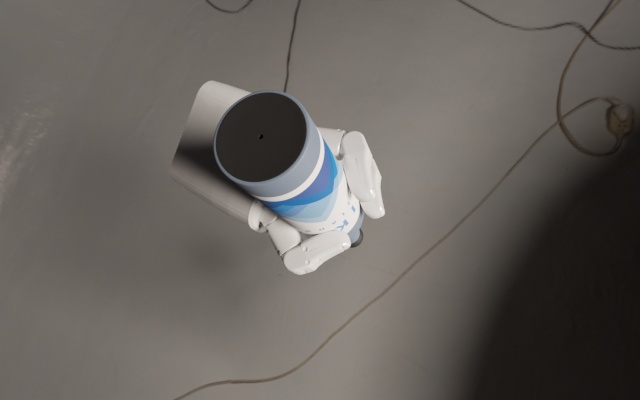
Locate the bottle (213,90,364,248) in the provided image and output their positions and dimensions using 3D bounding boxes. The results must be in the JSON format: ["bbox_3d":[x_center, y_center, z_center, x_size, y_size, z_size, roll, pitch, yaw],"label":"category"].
[{"bbox_3d":[0.000,0.001,0.437,0.069,0.069,0.296,0,-17,16],"label":"bottle"}]
